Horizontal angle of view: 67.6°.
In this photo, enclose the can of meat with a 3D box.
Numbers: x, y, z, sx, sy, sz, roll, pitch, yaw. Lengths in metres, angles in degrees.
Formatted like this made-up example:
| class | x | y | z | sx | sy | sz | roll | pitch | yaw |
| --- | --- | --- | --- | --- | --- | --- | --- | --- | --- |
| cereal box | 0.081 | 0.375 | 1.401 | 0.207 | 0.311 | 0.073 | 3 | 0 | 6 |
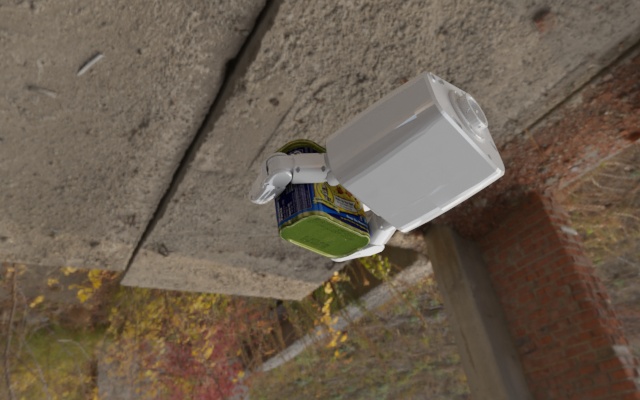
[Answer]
| class | x | y | z | sx | sy | sz | roll | pitch | yaw |
| --- | --- | --- | --- | --- | --- | --- | --- | --- | --- |
| can of meat | 0.000 | 0.002 | 0.465 | 0.057 | 0.084 | 0.102 | -31 | -38 | 30 |
